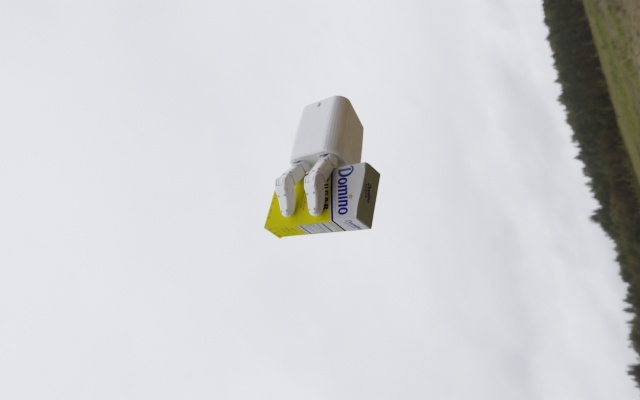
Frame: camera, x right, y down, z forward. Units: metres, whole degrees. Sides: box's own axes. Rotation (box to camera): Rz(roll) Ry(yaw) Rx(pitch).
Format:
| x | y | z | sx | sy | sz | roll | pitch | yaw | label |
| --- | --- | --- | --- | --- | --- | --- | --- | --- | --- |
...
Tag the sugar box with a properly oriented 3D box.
| x | y | z | sx | sy | sz | roll | pitch | yaw | label |
| --- | --- | --- | --- | --- | --- | --- | --- | --- | --- |
| 0.000 | 0.002 | 0.719 | 0.176 | 0.093 | 0.048 | -11 | -34 | 39 | sugar box |
